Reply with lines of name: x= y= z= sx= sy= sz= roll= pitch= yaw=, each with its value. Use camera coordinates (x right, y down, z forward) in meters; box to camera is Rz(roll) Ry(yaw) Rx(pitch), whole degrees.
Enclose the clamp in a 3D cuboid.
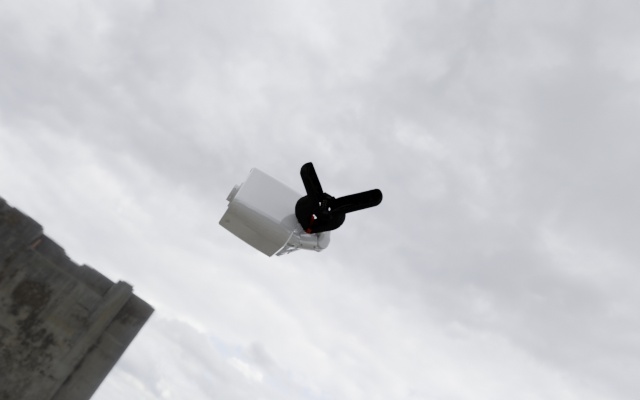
clamp: x=0.000 y=0.002 z=0.706 sx=0.120 sy=0.039 sz=0.171 roll=31 pitch=-36 yaw=-14
